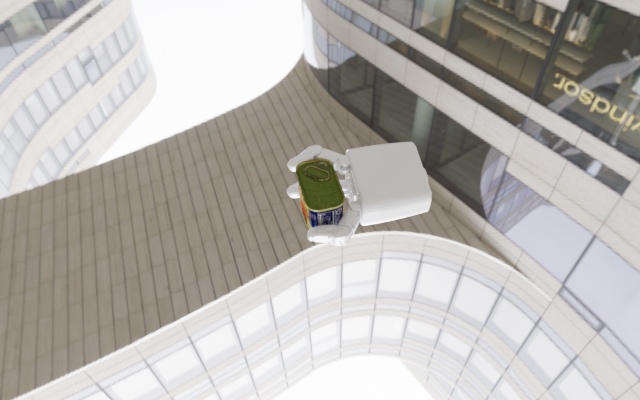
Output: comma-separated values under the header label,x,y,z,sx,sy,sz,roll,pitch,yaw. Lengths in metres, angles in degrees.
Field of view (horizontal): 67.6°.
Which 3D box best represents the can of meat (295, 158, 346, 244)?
label,x,y,z,sx,sy,sz,roll,pitch,yaw
can of meat,0.000,0.003,0.714,0.057,0.102,0.084,-12,-41,-8
